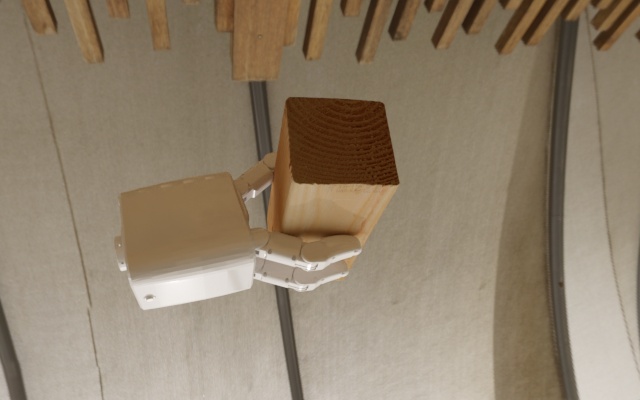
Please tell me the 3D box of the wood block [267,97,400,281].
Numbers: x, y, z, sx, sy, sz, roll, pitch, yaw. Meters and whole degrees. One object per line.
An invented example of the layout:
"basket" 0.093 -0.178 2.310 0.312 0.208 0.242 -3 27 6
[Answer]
"wood block" 0.000 0.001 0.479 0.090 0.090 0.206 0 -30 -11
